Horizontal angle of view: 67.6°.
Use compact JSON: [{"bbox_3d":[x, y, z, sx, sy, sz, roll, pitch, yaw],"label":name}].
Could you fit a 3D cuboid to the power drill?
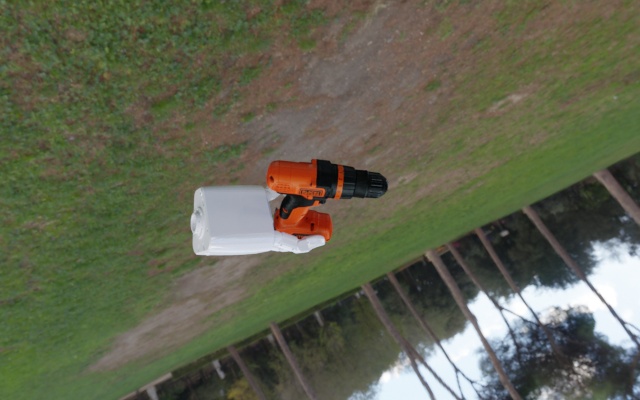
[{"bbox_3d":[0.000,0.003,0.775,0.184,0.057,0.188,7,-32,-8],"label":"power drill"}]
